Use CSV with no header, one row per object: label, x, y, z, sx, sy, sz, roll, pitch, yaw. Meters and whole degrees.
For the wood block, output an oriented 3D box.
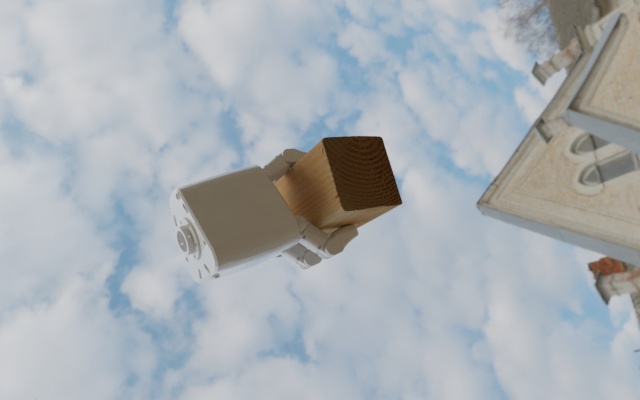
wood block,0.000,0.002,0.625,0.090,0.090,0.206,-6,-16,-33
